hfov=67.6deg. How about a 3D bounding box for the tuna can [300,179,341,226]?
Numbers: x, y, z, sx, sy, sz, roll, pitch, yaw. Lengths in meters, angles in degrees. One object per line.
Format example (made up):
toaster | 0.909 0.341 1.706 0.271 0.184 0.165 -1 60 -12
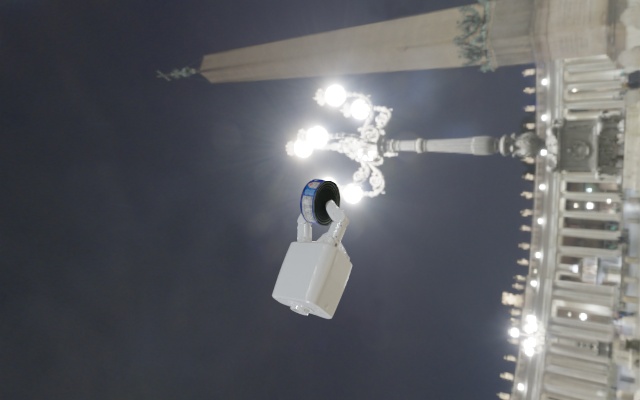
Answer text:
tuna can | 0.000 0.003 0.883 0.034 0.086 0.086 9 5 35
